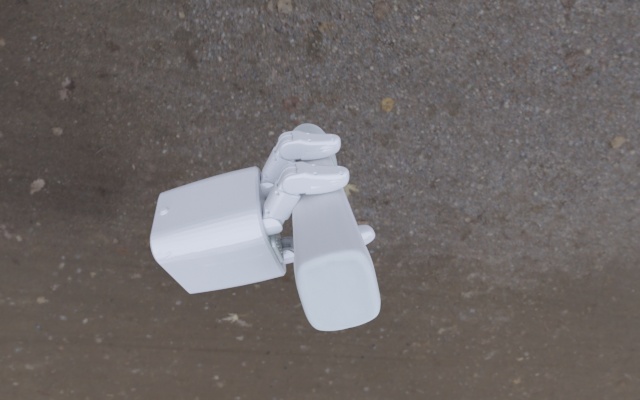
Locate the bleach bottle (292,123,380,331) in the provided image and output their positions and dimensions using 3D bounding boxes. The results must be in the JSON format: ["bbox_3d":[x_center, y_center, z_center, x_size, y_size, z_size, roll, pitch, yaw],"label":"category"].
[{"bbox_3d":[0.000,0.002,0.495,0.068,0.103,0.250,-13,39,1],"label":"bleach bottle"}]
